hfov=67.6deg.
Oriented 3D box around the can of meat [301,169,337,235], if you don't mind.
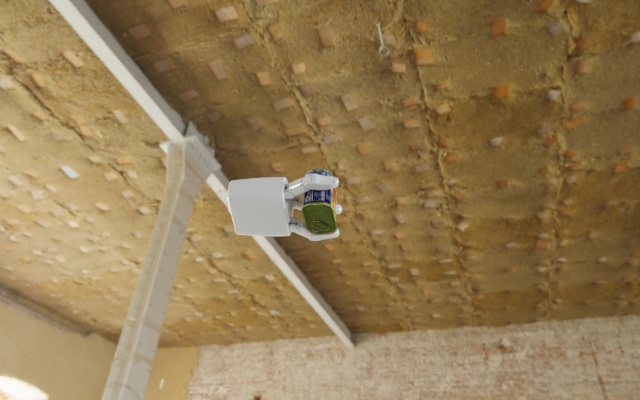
[{"bbox_3d":[0.000,0.003,0.899,0.057,0.084,0.102,-3,-36,8],"label":"can of meat"}]
